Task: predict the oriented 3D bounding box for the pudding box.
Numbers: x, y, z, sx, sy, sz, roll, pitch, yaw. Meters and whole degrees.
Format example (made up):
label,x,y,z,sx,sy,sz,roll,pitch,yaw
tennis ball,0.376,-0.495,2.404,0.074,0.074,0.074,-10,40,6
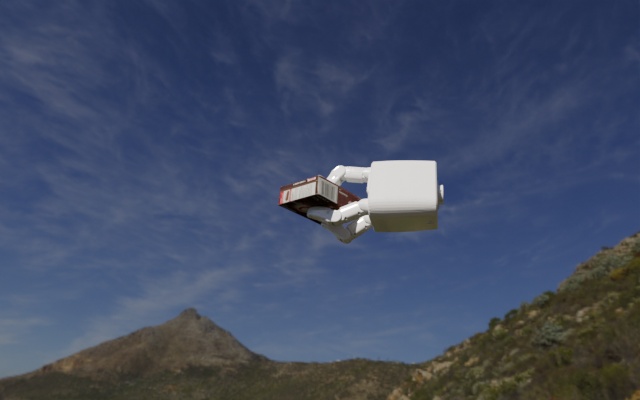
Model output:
label,x,y,z,sx,sy,sz,roll,pitch,yaw
pudding box,0.000,0.002,0.799,0.090,0.039,0.113,-16,-32,39
